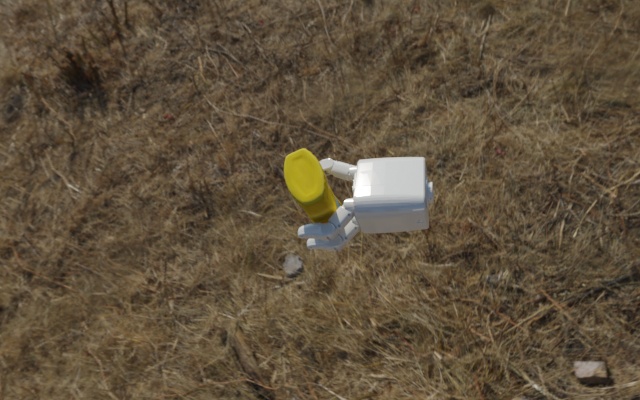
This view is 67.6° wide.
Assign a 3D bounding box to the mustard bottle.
[{"bbox_3d":[0.000,0.002,0.767,0.058,0.096,0.192,-25,-29,4],"label":"mustard bottle"}]
